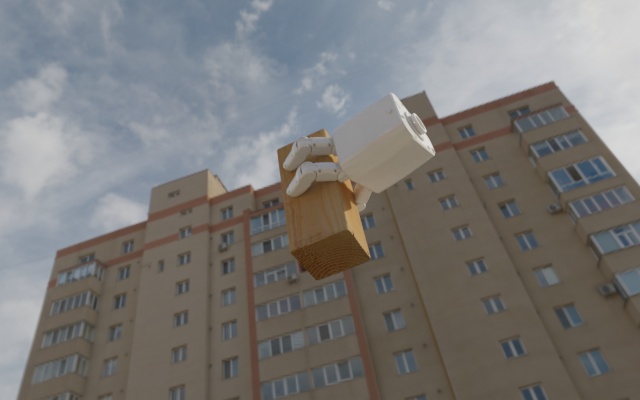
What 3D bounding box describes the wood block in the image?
[{"bbox_3d":[0.001,0.002,0.727,0.090,0.206,0.091,-23,-43,13],"label":"wood block"}]
